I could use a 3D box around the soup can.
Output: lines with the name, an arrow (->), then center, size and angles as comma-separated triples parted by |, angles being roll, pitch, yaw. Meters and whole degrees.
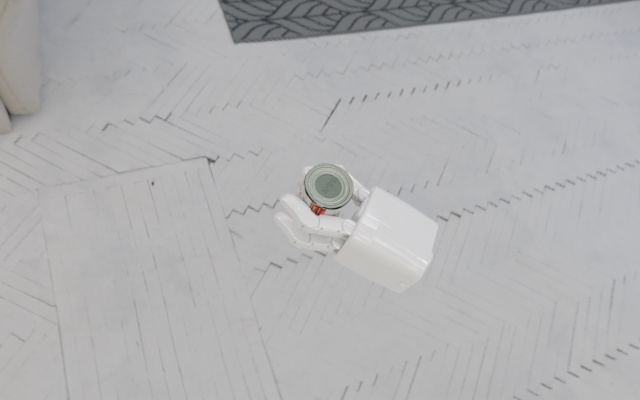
soup can -> 0.000, 0.002, 0.654 | 0.068, 0.068, 0.102 | 0, -25, -15
